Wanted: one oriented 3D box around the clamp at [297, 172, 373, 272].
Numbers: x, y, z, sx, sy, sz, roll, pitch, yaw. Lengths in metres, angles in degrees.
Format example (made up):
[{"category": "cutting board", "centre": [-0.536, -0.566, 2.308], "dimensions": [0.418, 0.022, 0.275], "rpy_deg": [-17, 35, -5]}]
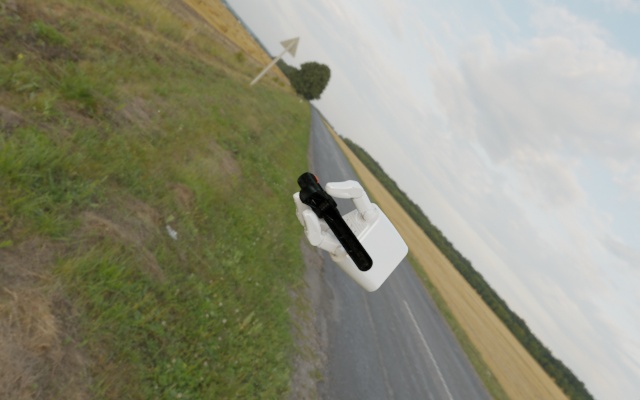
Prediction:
[{"category": "clamp", "centre": [0.001, 0.002, 0.736], "dimensions": [0.036, 0.165, 0.210], "rpy_deg": [-36, 34, 4]}]
